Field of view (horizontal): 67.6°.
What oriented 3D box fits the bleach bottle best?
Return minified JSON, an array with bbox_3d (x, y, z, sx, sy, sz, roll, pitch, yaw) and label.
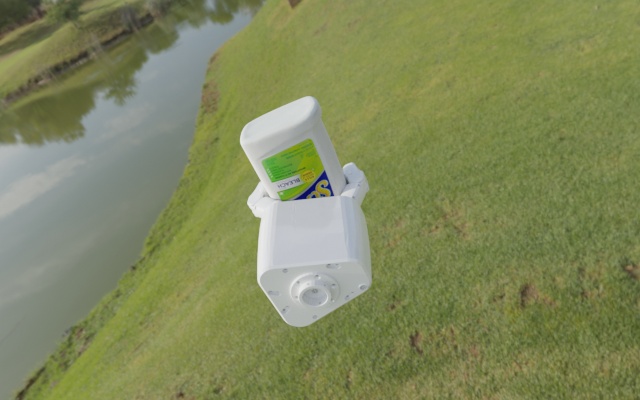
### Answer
[{"bbox_3d":[0.000,0.002,0.604,0.102,0.251,0.068,-21,32,11],"label":"bleach bottle"}]
